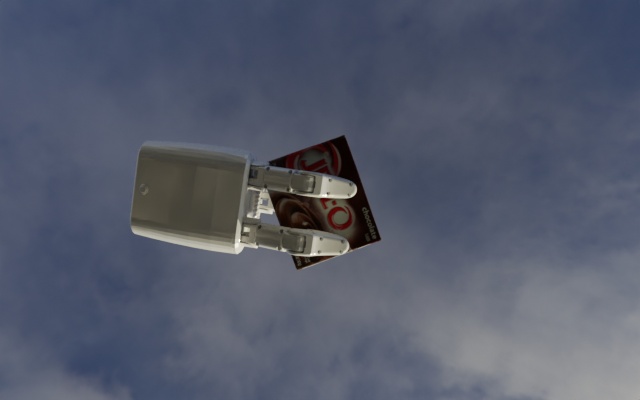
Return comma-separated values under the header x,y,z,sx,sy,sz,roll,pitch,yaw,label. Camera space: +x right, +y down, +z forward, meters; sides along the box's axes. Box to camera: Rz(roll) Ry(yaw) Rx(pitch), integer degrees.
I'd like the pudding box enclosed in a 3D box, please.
x,y,z,sx,sy,sz,roll,pitch,yaw,label
0.000,0.002,0.481,0.090,0.113,0.039,-20,3,1,pudding box
